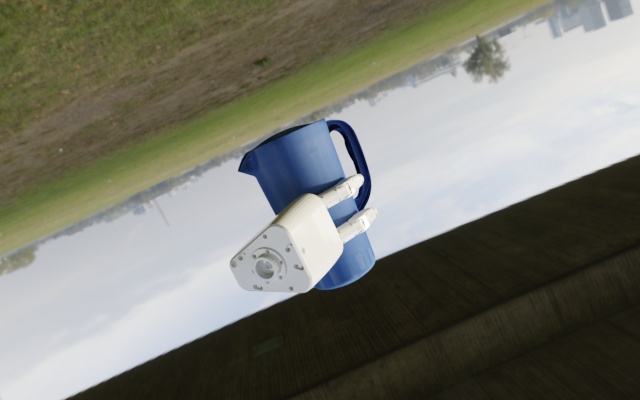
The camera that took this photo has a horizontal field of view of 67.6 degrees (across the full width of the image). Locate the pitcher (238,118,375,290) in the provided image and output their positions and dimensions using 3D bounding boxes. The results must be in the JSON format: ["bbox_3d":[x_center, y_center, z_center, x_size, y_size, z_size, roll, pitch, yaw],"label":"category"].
[{"bbox_3d":[0.000,0.002,0.729,0.149,0.243,0.145,-20,11,26],"label":"pitcher"}]
